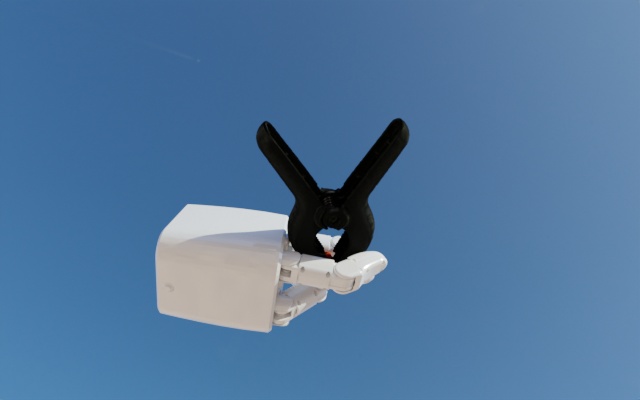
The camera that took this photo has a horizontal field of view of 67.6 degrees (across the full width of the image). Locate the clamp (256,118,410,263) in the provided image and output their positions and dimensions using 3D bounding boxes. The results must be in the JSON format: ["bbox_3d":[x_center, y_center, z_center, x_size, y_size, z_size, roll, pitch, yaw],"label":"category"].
[{"bbox_3d":[0.000,0.001,0.416,0.120,0.172,0.039,9,32,-3],"label":"clamp"}]
